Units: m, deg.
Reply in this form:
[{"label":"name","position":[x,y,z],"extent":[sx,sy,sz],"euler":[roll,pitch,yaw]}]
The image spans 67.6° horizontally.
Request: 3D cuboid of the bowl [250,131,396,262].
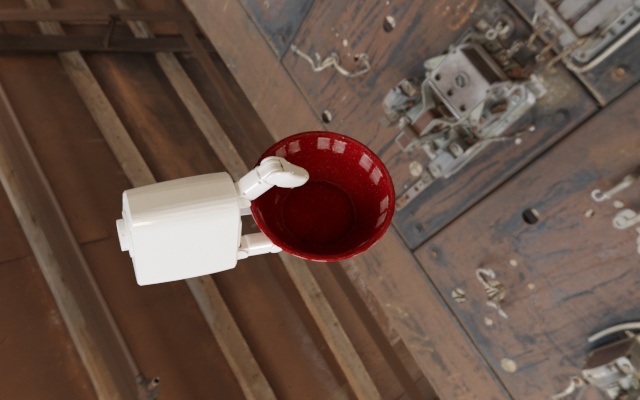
[{"label":"bowl","position":[0.001,0.002,0.542],"extent":[0.162,0.162,0.055],"euler":[0,-28,-5]}]
